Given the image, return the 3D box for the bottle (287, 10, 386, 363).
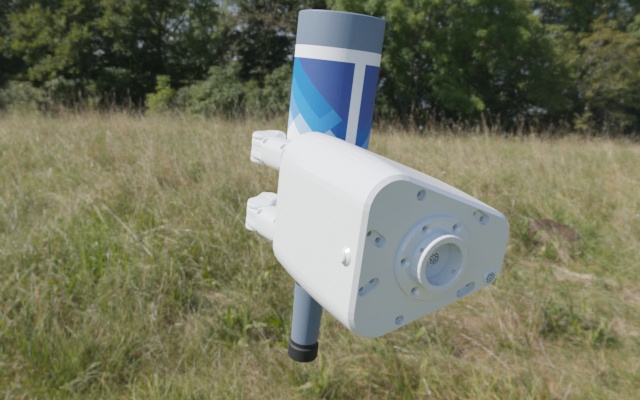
[{"bbox_3d":[0.000,0.001,0.402,0.069,0.296,0.069,6,15,-2],"label":"bottle"}]
